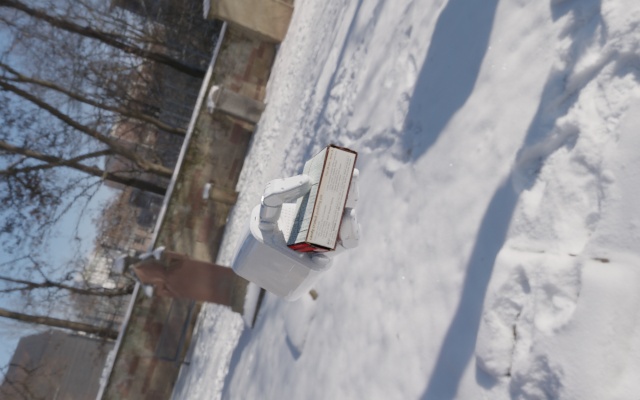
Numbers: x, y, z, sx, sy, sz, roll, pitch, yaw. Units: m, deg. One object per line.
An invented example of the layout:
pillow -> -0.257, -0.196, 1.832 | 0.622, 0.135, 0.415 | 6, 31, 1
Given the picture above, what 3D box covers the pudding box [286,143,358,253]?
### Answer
pudding box -> 0.000, 0.002, 0.536 | 0.039, 0.113, 0.090 | 15, -11, -15
